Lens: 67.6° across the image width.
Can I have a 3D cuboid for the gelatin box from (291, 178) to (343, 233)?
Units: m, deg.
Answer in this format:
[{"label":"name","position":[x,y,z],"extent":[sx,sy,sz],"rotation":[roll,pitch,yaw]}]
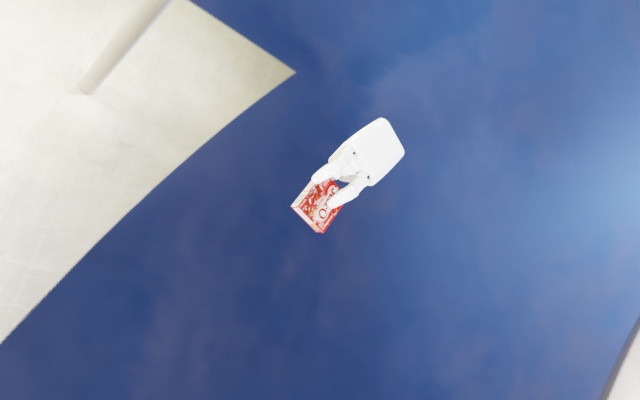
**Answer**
[{"label":"gelatin box","position":[0.000,0.003,0.881],"extent":[0.073,0.089,0.030],"rotation":[47,-25,-22]}]
